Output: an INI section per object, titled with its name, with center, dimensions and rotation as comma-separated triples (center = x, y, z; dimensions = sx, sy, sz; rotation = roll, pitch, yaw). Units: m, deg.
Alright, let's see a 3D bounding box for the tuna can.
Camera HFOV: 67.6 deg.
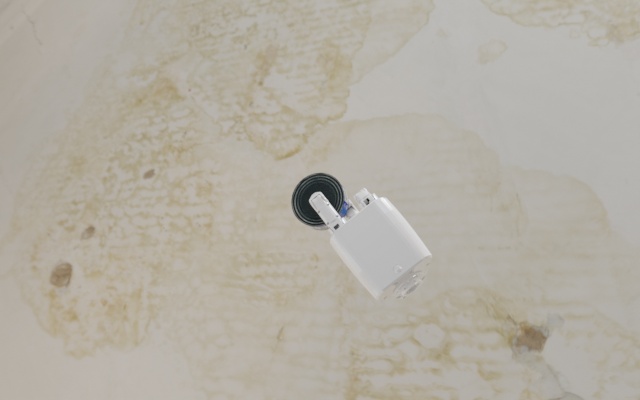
[tuna can]
center = 0.000, 0.003, 0.743
dimensions = 0.086, 0.086, 0.034
rotation = 0, -17, 19
